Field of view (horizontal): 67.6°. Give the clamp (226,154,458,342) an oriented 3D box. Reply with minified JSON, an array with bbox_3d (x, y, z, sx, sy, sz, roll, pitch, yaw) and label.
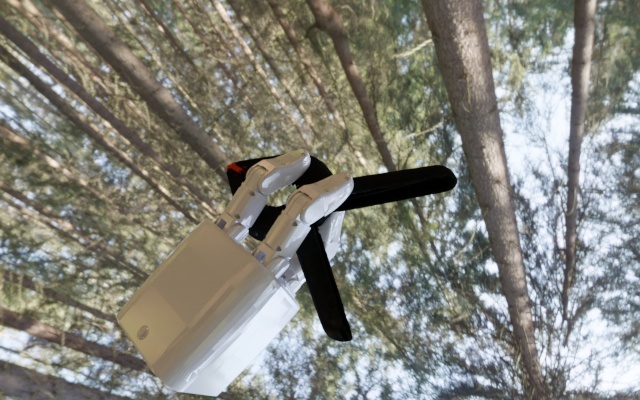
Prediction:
[{"bbox_3d":[0.000,0.002,0.419,0.210,0.164,0.036,32,-20,38],"label":"clamp"}]
